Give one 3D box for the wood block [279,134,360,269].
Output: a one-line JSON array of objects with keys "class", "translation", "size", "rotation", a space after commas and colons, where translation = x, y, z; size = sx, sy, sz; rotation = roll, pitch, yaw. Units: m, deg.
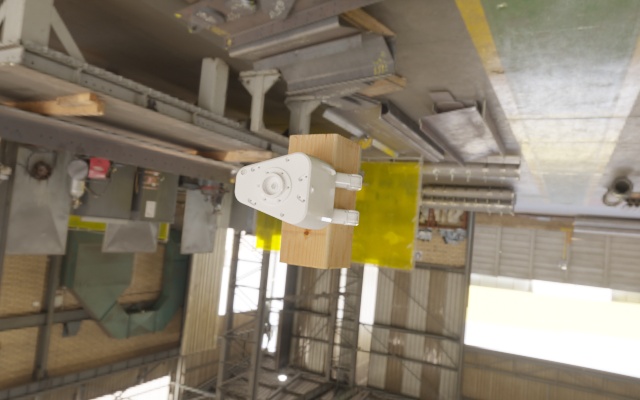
[{"class": "wood block", "translation": [0.000, 0.003, 0.779], "size": [0.091, 0.206, 0.090], "rotation": [3, -4, 30]}]
